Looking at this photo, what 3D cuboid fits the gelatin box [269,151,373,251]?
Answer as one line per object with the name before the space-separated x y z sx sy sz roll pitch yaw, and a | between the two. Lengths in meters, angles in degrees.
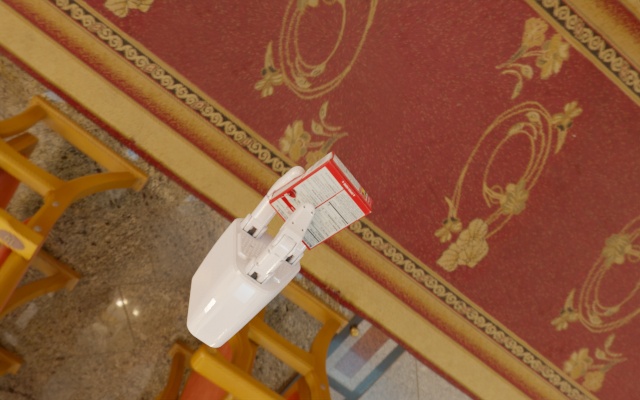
gelatin box | 0.000 0.002 0.517 0.089 0.073 0.030 -34 17 23
